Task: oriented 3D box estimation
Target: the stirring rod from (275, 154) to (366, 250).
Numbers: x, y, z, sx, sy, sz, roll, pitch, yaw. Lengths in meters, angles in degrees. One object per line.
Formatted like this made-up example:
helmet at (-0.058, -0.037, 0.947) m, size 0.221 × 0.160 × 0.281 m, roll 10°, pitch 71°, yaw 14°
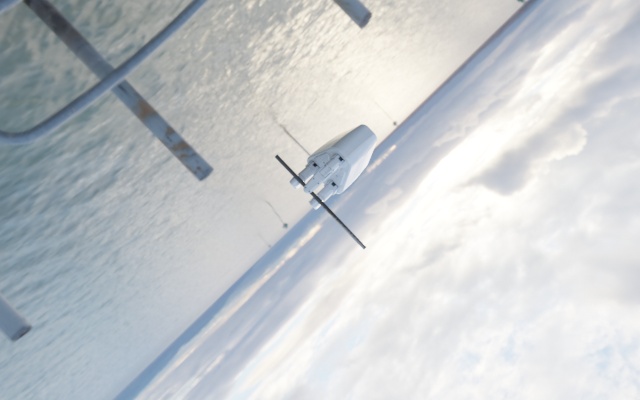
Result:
stirring rod at (0.000, 0.003, 0.893) m, size 0.011 × 0.239 × 0.011 m, roll -44°, pitch 0°, yaw 0°
